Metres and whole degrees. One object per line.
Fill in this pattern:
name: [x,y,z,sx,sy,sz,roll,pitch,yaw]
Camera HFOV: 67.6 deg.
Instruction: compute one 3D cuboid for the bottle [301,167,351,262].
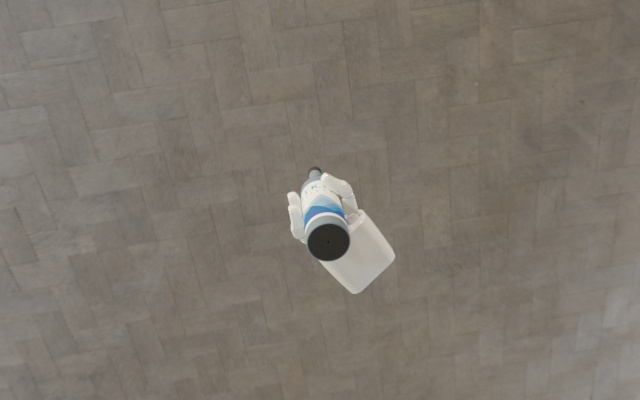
bottle: [0.000,0.003,0.835,0.069,0.069,0.295,0,24,-5]
